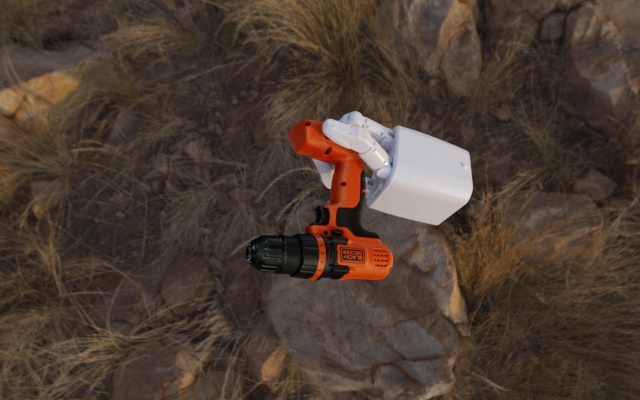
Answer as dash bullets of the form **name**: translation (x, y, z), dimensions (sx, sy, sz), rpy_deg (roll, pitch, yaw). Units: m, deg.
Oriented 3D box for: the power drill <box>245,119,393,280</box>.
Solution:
- **power drill**: translation (0.000, 0.001, 0.573), dimensions (0.184, 0.187, 0.057), rpy_deg (9, -18, -30)
